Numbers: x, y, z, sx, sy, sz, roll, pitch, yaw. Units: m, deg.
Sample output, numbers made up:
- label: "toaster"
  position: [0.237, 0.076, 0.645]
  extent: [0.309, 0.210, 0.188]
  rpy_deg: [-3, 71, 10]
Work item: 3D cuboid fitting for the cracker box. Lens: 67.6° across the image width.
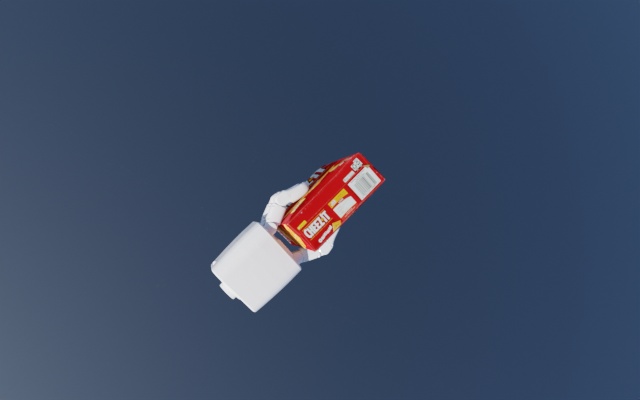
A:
- label: "cracker box"
  position: [0.000, 0.003, 0.832]
  extent: [0.164, 0.072, 0.213]
  rpy_deg: [-46, 9, -11]
